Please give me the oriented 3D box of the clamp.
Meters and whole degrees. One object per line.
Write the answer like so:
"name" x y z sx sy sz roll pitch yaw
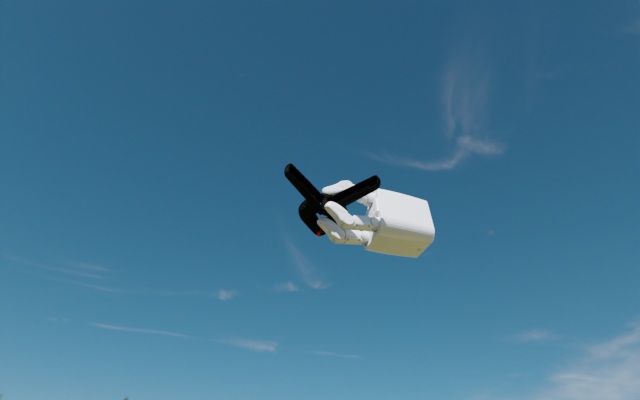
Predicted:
"clamp" 0.000 0.003 0.879 0.164 0.036 0.210 12 -33 -9
